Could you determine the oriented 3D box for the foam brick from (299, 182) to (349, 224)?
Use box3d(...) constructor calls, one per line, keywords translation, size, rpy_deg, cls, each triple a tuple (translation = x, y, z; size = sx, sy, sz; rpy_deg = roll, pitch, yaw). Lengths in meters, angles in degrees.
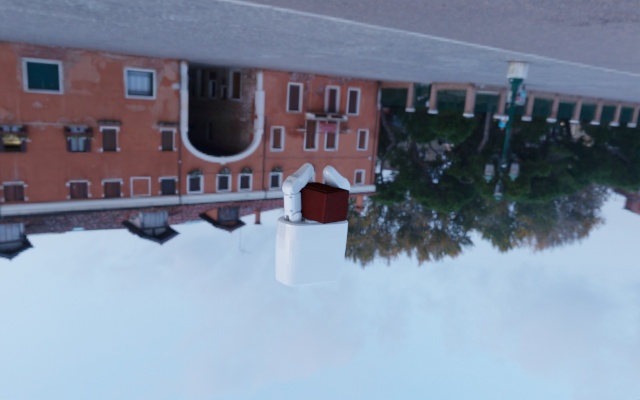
box3d(translation=(0.000, 0.002, 0.765), size=(0.053, 0.051, 0.078), rpy_deg=(-5, 15, -44), cls="foam brick")
